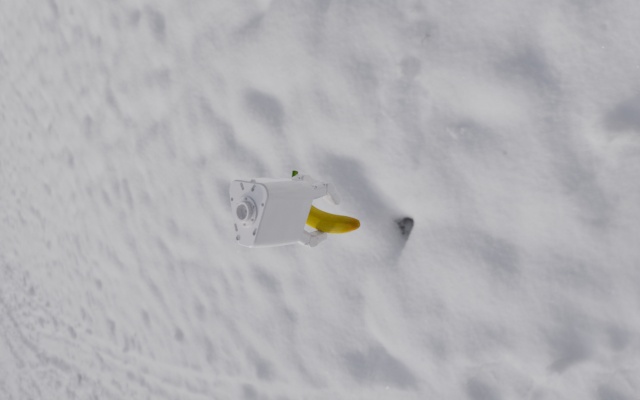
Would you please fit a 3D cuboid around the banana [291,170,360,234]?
[{"bbox_3d":[-0.010,0.017,0.904,0.197,0.070,0.037,39,20,33],"label":"banana"}]
